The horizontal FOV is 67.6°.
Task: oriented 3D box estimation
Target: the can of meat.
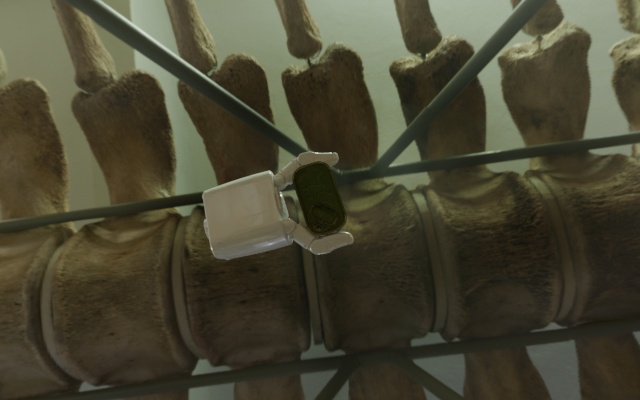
[{"bbox_3d":[0.000,0.002,0.700,0.057,0.102,0.084,-19,-8,0],"label":"can of meat"}]
